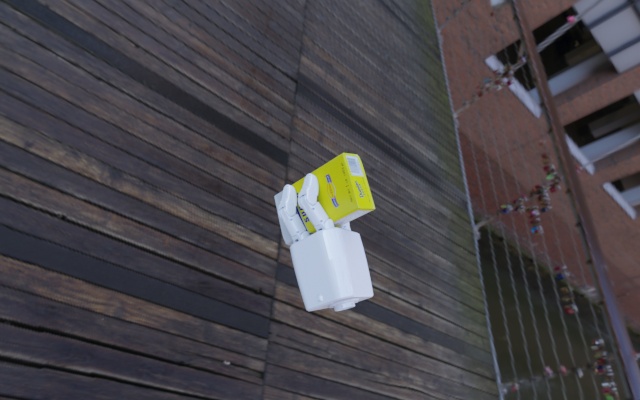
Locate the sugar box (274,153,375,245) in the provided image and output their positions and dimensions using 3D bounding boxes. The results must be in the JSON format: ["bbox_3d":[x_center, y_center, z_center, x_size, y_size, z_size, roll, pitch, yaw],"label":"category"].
[{"bbox_3d":[0.000,0.003,0.767,0.048,0.093,0.176,4,-25,-46],"label":"sugar box"}]
